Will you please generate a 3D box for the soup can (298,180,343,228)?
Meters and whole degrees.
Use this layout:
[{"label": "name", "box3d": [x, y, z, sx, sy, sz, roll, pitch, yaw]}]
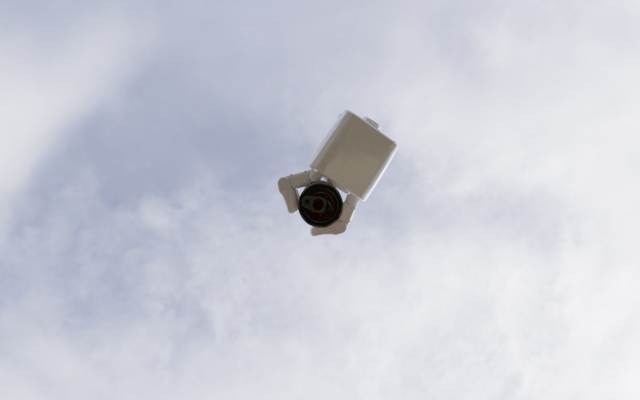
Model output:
[{"label": "soup can", "box3d": [0.000, 0.003, 0.759, 0.068, 0.068, 0.102, 0, 6, 0]}]
